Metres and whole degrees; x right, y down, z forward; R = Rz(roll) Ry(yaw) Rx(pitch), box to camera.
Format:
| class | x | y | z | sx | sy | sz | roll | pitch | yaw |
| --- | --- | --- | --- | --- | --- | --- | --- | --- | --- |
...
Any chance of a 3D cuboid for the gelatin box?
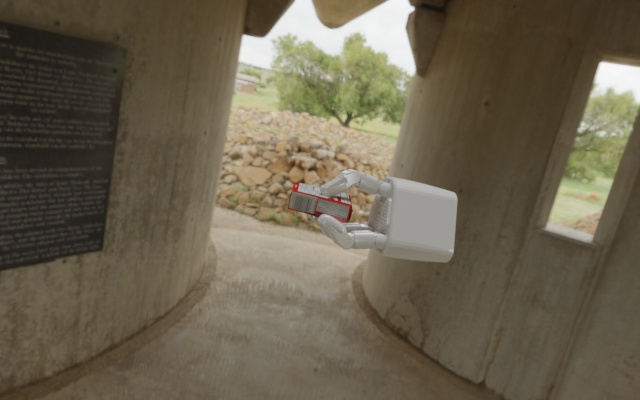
| class | x | y | z | sx | sy | sz | roll | pitch | yaw |
| --- | --- | --- | --- | --- | --- | --- | --- | --- | --- |
| gelatin box | 0.000 | 0.002 | 0.690 | 0.089 | 0.030 | 0.073 | 14 | 12 | -3 |
